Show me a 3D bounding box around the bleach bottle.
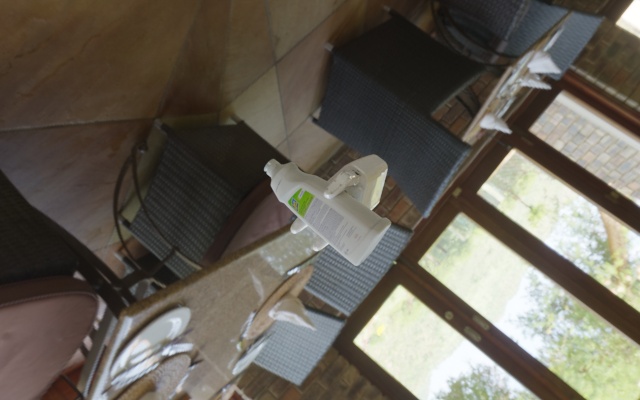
[{"bbox_3d":[0.000,0.003,0.872,0.251,0.103,0.068,39,33,14],"label":"bleach bottle"}]
